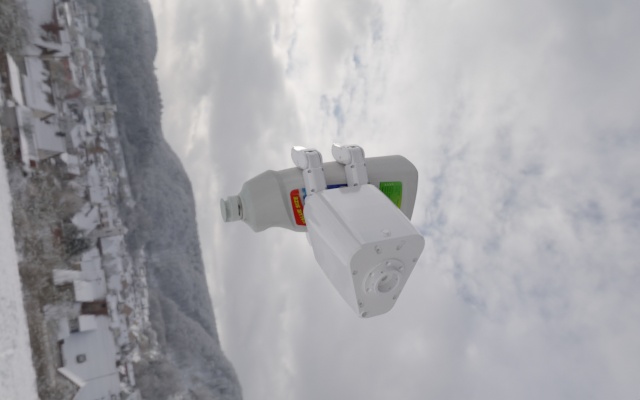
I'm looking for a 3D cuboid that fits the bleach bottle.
[{"bbox_3d":[0.000,0.002,0.607,0.251,0.103,0.068,-8,32,-23],"label":"bleach bottle"}]
